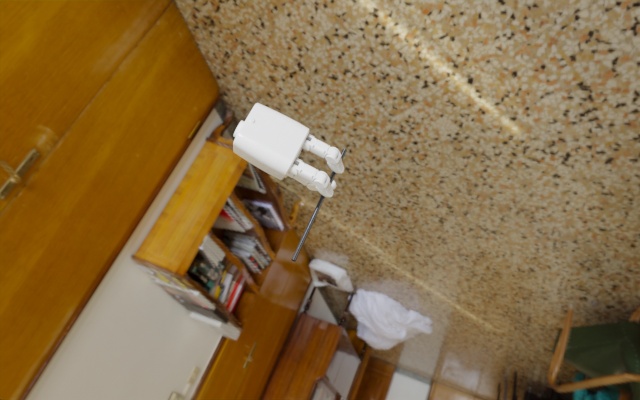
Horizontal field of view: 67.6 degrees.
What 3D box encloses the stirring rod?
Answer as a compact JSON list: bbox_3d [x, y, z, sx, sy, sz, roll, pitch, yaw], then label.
[{"bbox_3d":[0.000,0.003,0.858,0.011,0.239,0.011,20,-26,10],"label":"stirring rod"}]
